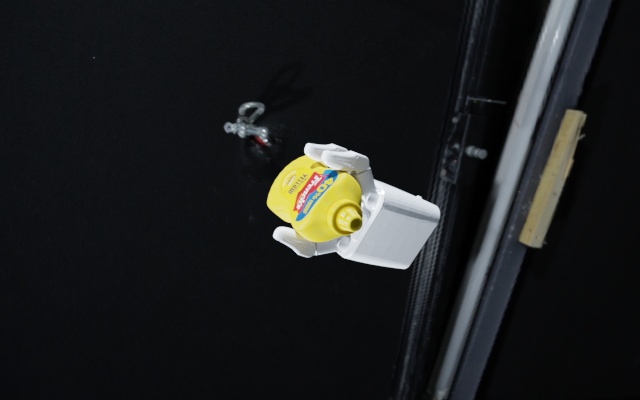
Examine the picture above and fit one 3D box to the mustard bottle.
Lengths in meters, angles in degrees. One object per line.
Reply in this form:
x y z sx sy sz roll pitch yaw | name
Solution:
0.000 0.002 0.602 0.058 0.096 0.191 44 -5 -29 | mustard bottle
